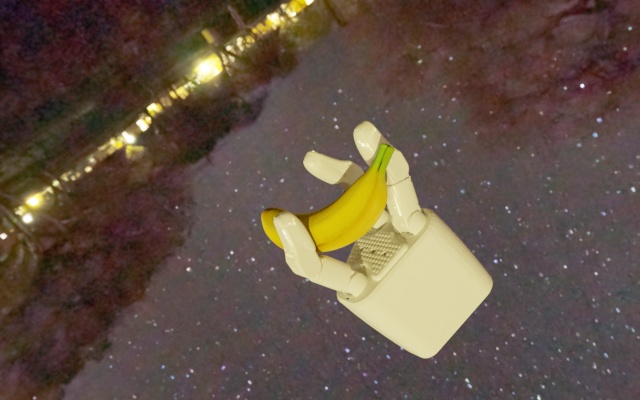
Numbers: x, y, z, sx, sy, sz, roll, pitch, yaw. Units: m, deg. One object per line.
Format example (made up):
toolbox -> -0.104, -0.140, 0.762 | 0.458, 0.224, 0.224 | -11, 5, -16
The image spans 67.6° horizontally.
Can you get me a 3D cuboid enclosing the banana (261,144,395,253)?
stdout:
banana -> -0.002, 0.016, 0.435 | 0.037, 0.069, 0.198 | 31, -33, -27
